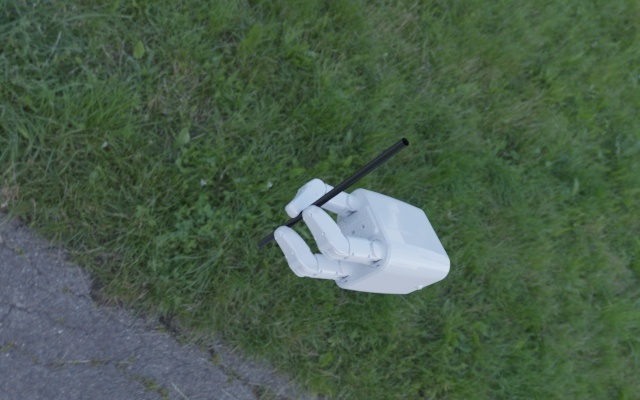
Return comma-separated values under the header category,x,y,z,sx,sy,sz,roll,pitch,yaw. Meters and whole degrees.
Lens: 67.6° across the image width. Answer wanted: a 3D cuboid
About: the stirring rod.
category,x,y,z,sx,sy,sz,roll,pitch,yaw
stirring rod,0.000,0.002,0.483,0.011,0.011,0.240,0,-25,-41
